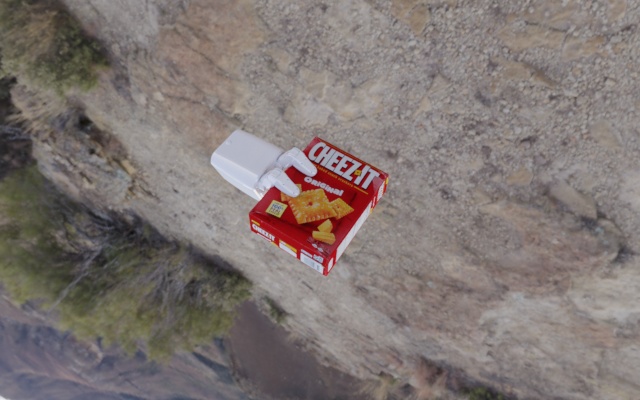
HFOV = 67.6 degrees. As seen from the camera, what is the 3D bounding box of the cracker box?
[{"bbox_3d":[0.000,0.003,0.860,0.164,0.213,0.072,30,-29,15],"label":"cracker box"}]
